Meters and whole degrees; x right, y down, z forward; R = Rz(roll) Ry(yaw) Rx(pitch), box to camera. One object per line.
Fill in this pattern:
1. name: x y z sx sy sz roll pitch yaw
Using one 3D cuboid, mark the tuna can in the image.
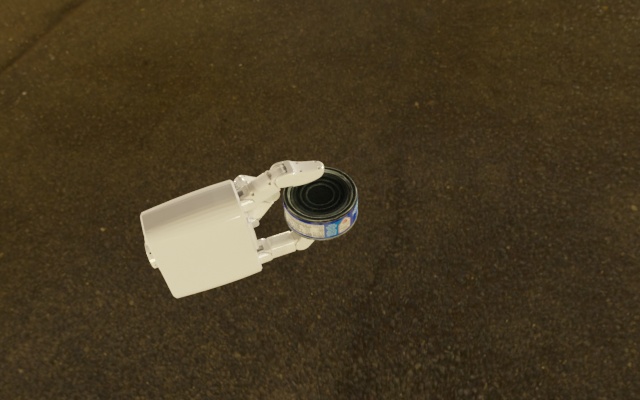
1. tuna can: 0.000 0.001 0.543 0.086 0.086 0.034 0 -41 2
